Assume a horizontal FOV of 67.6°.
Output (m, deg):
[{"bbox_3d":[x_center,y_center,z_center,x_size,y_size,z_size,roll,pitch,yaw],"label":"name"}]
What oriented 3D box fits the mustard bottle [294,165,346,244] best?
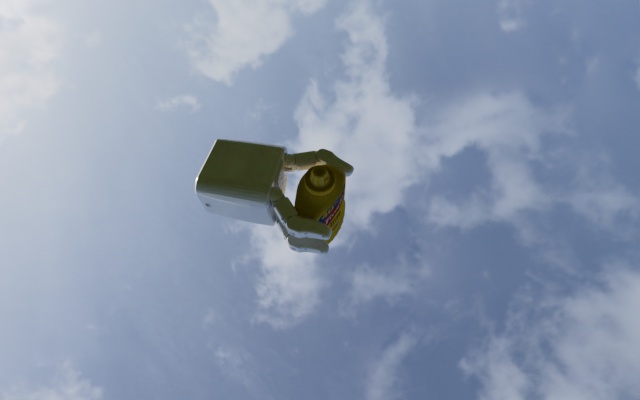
[{"bbox_3d":[0.000,0.002,0.685,0.058,0.096,0.192,32,-20,15],"label":"mustard bottle"}]
